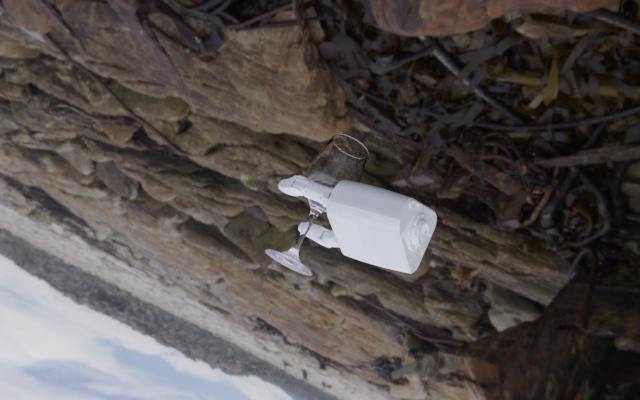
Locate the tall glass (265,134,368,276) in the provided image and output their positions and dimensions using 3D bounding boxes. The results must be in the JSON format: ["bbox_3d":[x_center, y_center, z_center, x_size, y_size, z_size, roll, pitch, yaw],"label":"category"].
[{"bbox_3d":[0.000,0.003,0.688,0.079,0.201,0.079,25,-18,8],"label":"tall glass"}]
